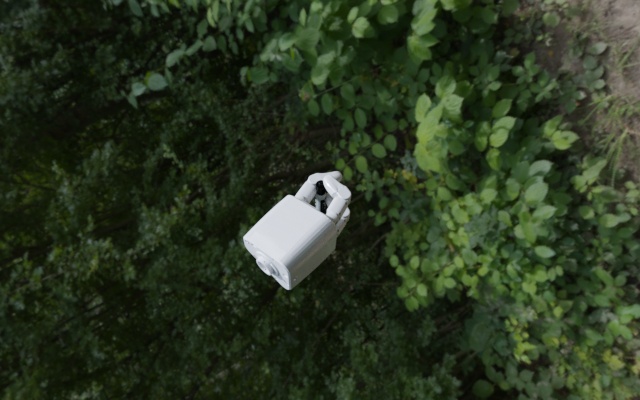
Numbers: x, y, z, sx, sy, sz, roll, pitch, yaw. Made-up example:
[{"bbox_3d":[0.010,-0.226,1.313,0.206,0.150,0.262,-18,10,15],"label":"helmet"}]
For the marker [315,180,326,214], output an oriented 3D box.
[{"bbox_3d":[0.000,0.003,0.839,0.020,0.020,0.121,0,-32,-2],"label":"marker"}]
